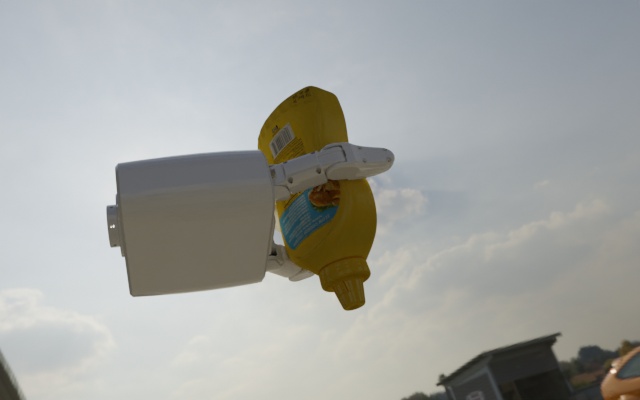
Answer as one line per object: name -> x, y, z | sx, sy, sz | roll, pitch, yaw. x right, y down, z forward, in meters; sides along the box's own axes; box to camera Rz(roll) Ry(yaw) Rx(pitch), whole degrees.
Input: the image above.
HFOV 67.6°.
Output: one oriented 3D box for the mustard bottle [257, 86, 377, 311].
mustard bottle -> 0.000, 0.001, 0.411 | 0.058, 0.191, 0.096 | 11, -39, -41
